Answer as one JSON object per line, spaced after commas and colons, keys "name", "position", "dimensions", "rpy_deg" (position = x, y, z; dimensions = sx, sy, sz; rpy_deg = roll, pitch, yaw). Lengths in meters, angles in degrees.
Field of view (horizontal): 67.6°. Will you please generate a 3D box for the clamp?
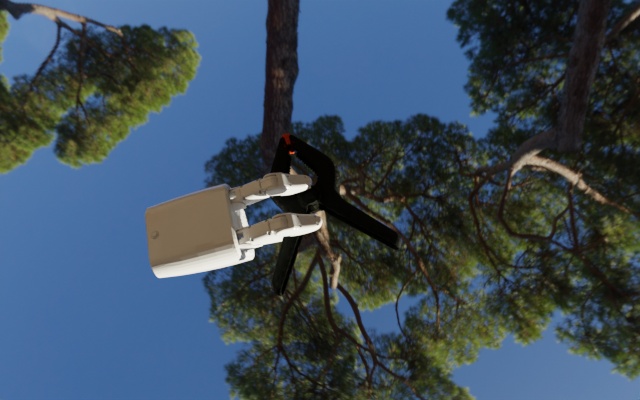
{"name": "clamp", "position": [0.000, 0.002, 0.610], "dimensions": [0.164, 0.210, 0.036], "rpy_deg": [-14, -24, -1]}
